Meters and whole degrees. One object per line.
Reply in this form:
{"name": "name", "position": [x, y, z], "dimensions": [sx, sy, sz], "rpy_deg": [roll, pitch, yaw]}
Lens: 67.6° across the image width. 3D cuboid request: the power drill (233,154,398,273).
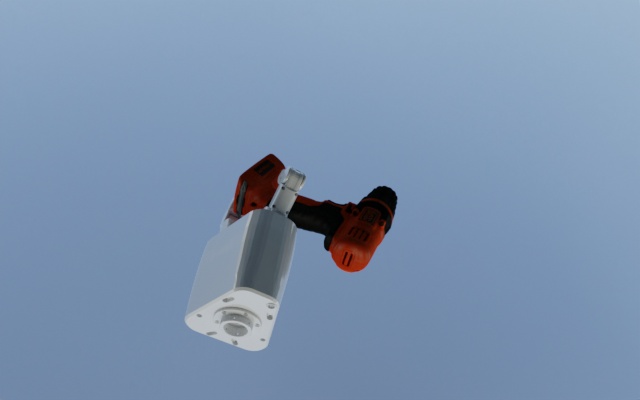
{"name": "power drill", "position": [0.000, 0.002, 0.607], "dimensions": [0.187, 0.057, 0.184], "rpy_deg": [21, 28, 12]}
